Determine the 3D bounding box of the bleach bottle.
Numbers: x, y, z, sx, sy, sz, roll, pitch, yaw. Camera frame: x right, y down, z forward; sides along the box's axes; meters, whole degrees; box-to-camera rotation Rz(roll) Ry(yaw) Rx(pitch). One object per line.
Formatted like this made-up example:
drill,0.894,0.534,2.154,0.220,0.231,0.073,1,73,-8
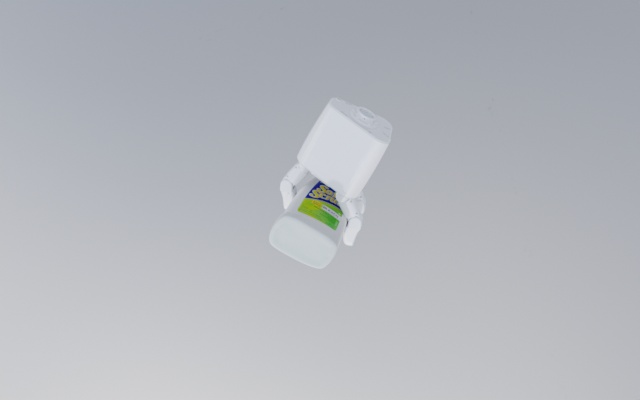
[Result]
bleach bottle,0.000,0.003,0.787,0.102,0.068,0.250,29,31,-5
